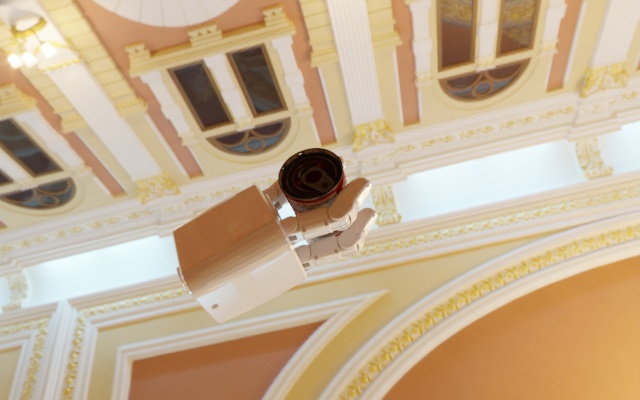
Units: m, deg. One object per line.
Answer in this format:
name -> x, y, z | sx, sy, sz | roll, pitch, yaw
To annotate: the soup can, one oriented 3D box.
soup can -> 0.001, 0.002, 0.521 | 0.068, 0.068, 0.102 | 0, -36, 15
